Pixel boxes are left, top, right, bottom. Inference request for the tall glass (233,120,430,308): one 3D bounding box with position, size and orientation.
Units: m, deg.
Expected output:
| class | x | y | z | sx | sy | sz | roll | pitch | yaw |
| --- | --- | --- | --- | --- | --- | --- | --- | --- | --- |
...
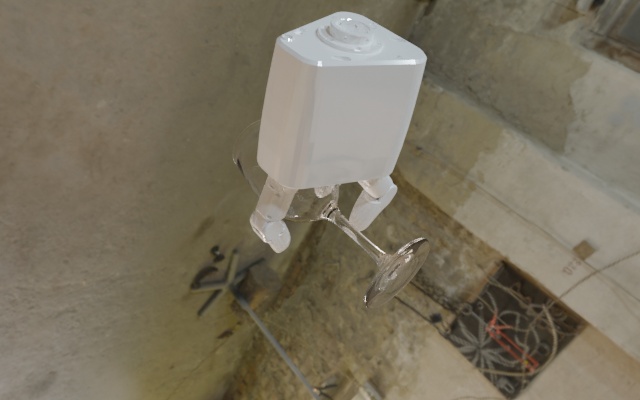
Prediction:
| class | x | y | z | sx | sy | sz | roll | pitch | yaw |
| --- | --- | --- | --- | --- | --- | --- | --- | --- | --- |
| tall glass | 0.000 | 0.002 | 0.437 | 0.201 | 0.079 | 0.079 | 42 | 24 | 30 |
